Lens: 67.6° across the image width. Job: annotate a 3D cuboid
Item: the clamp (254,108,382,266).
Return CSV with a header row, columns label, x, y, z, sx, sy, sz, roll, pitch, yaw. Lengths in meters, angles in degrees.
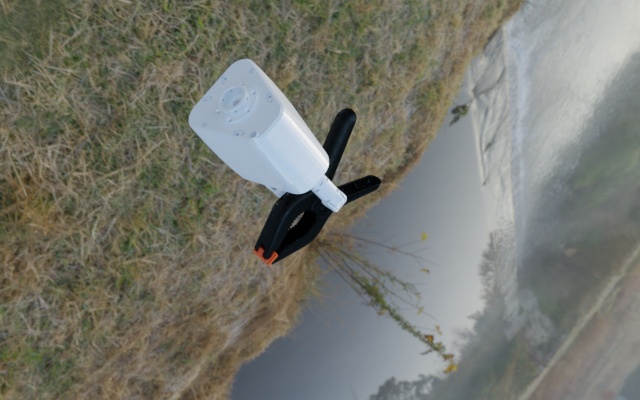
label,x,y,z,sx,sy,sz,roll,pitch,yaw
clamp,0.000,0.003,0.625,0.036,0.210,0.165,36,-6,35
